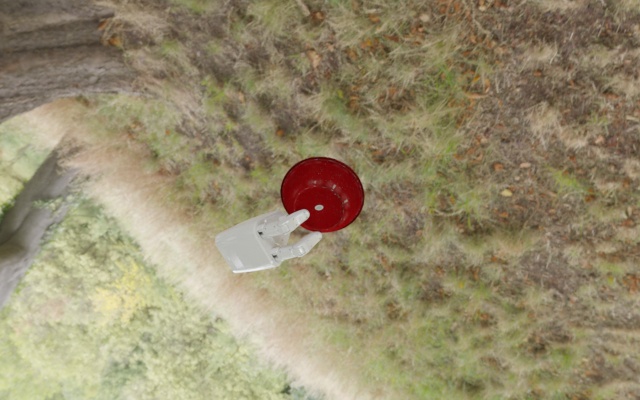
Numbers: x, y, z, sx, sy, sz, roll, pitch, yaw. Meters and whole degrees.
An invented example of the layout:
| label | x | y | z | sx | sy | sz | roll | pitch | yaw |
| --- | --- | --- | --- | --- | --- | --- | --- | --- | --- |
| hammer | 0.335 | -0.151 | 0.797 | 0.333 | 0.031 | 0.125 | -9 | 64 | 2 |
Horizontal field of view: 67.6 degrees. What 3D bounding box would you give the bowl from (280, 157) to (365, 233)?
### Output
| label | x | y | z | sx | sy | sz | roll | pitch | yaw |
| --- | --- | --- | --- | --- | --- | --- | --- | --- | --- |
| bowl | 0.001 | 0.002 | 0.883 | 0.162 | 0.162 | 0.055 | 0 | 28 | 8 |
